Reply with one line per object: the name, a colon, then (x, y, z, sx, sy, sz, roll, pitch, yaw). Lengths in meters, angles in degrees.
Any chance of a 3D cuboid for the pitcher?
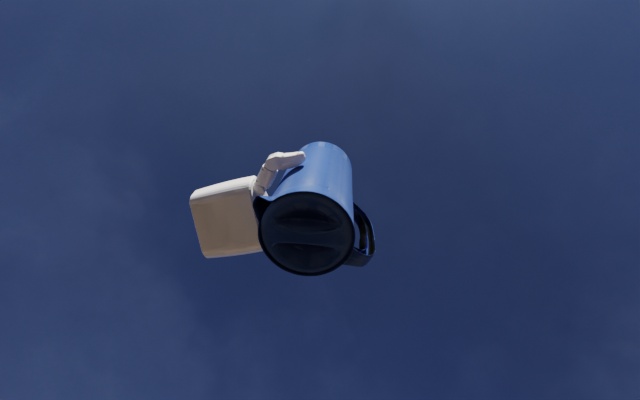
pitcher: (0.000, 0.002, 0.744, 0.145, 0.149, 0.242, -13, 24, 12)
